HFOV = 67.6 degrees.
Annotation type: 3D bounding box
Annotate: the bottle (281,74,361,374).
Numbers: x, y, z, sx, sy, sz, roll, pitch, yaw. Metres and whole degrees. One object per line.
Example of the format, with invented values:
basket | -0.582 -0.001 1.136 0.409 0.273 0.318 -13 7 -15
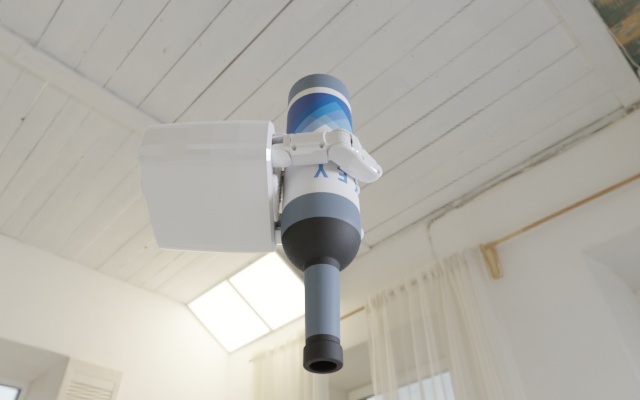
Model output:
bottle | 0.000 0.001 0.417 0.069 0.295 0.069 0 -42 0
